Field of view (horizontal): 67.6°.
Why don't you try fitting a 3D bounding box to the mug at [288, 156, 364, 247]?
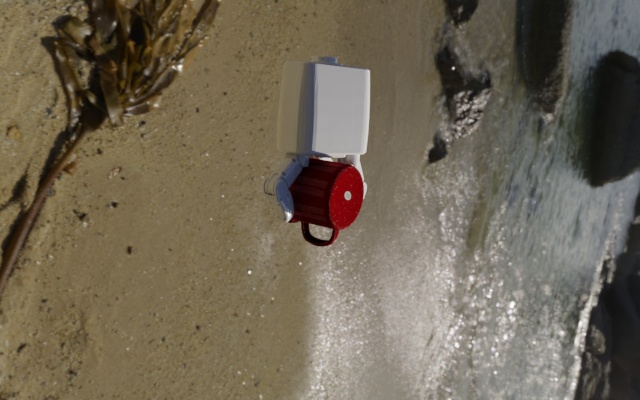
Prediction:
[{"bbox_3d":[0.000,0.003,0.600,0.081,0.117,0.093,12,15,35],"label":"mug"}]
